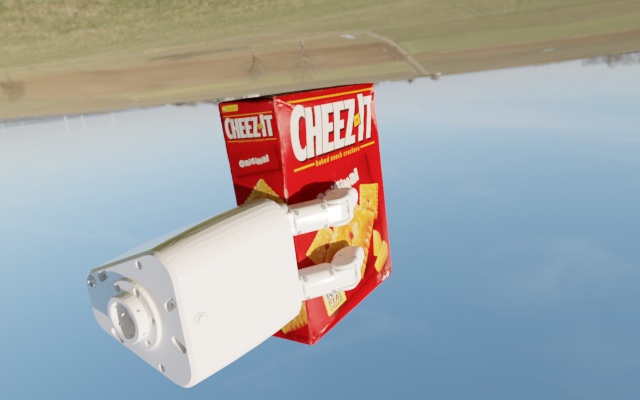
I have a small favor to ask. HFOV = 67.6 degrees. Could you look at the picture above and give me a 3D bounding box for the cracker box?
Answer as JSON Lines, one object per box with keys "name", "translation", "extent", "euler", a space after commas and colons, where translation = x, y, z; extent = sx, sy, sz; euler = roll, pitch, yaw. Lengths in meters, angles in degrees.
{"name": "cracker box", "translation": [0.000, 0.002, 0.462], "extent": [0.072, 0.214, 0.164], "euler": [3, 17, 34]}
